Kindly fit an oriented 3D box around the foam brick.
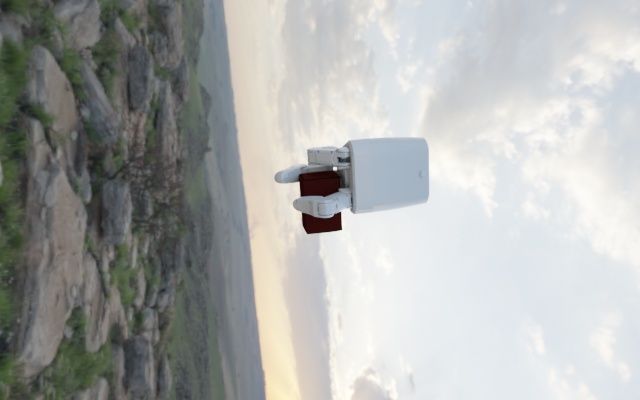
[{"bbox_3d":[0.000,0.002,0.662,0.051,0.078,0.053,-5,14,-8],"label":"foam brick"}]
